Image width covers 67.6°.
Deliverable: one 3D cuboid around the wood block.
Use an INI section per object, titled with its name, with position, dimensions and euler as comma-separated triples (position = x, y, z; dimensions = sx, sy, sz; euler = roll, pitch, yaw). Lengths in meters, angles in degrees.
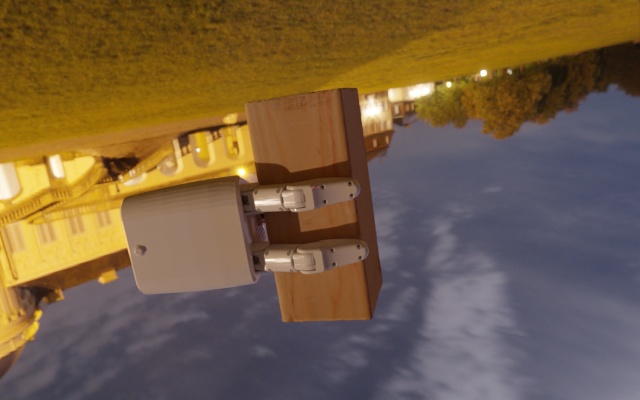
[wood block]
position = 0.000, 0.002, 0.462
dimensions = 0.090, 0.206, 0.091
euler = -6, 12, 14
